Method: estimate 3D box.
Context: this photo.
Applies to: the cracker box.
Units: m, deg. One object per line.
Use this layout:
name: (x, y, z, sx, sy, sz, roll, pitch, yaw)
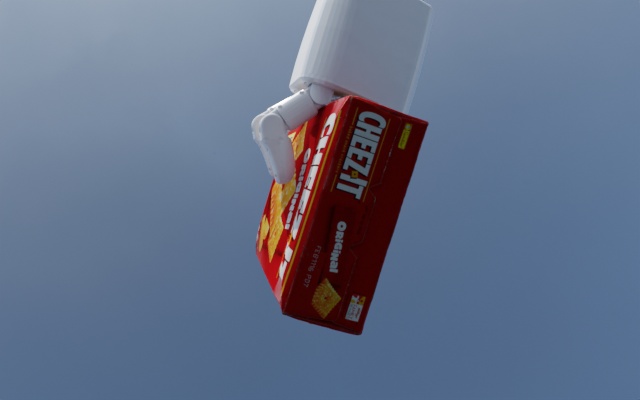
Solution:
cracker box: (0.000, 0.001, 0.436, 0.072, 0.164, 0.213, 17, 2, -14)
